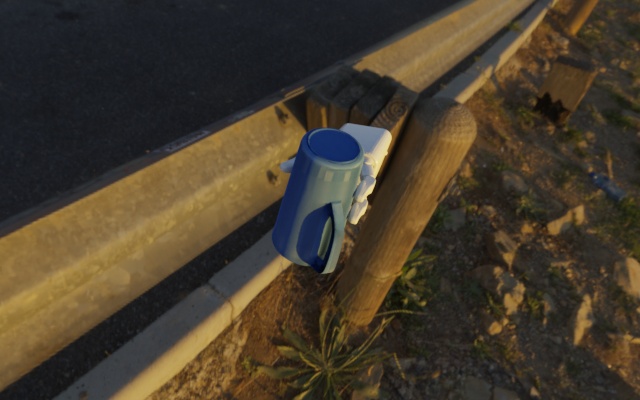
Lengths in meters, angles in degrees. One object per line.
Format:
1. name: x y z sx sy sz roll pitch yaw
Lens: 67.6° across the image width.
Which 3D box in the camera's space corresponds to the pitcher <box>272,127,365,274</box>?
1. pitcher: 0.000 0.003 0.846 0.149 0.243 0.145 27 44 10
